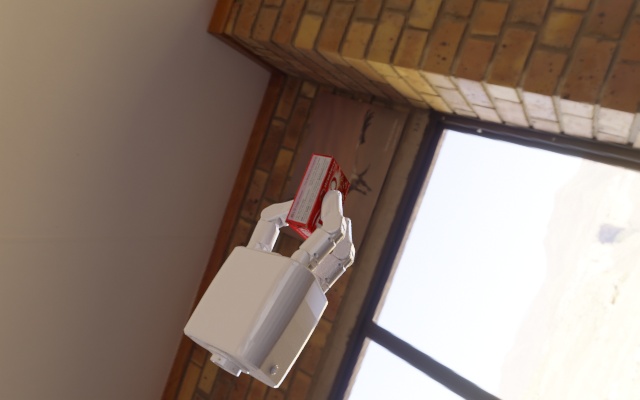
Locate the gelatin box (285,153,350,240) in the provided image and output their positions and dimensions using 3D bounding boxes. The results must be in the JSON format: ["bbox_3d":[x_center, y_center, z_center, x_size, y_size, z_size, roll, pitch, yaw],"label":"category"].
[{"bbox_3d":[0.000,0.001,0.550,0.030,0.089,0.073,13,-18,25],"label":"gelatin box"}]
